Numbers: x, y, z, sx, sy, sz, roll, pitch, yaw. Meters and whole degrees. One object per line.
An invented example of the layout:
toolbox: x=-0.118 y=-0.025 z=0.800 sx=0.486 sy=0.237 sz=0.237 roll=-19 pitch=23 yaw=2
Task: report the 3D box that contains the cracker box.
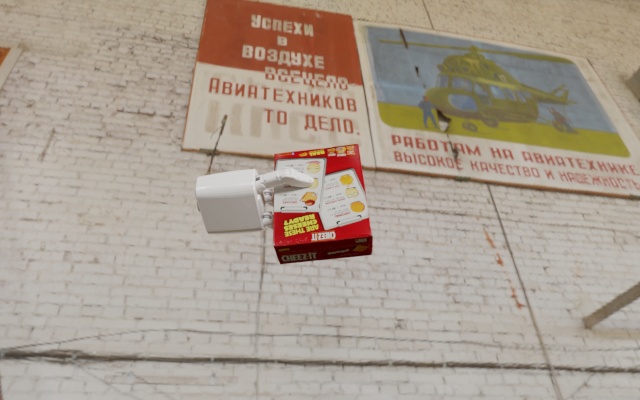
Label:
cracker box: x=0.000 y=0.003 z=0.860 sx=0.164 sy=0.213 sz=0.072 roll=-6 pitch=-38 yaw=3
